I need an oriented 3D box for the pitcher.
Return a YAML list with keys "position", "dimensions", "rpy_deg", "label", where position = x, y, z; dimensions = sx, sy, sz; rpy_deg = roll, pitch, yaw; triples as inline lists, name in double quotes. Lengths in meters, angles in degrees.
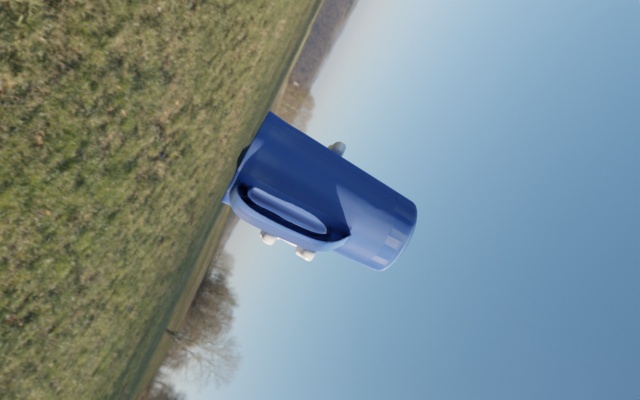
- position: [0.000, 0.002, 0.629]
  dimensions: [0.243, 0.149, 0.145]
  rpy_deg: [28, -12, -9]
  label: "pitcher"
